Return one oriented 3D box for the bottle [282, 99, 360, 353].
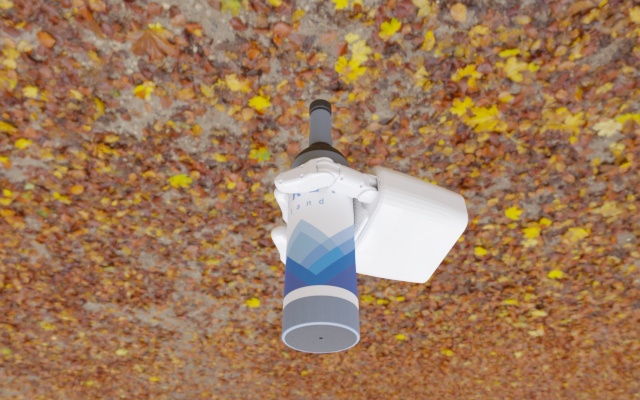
[{"bbox_3d":[0.000,0.002,0.495,0.069,0.295,0.069,0,-38,0],"label":"bottle"}]
